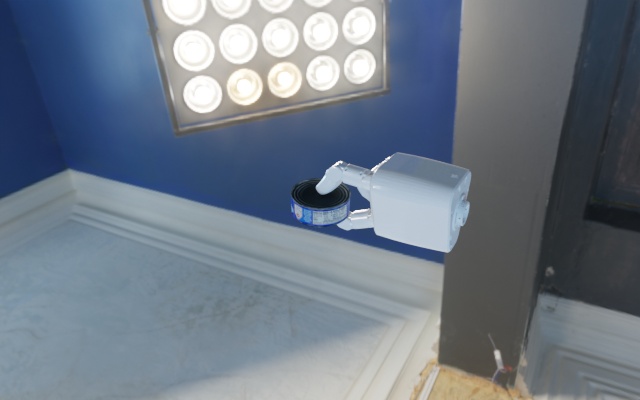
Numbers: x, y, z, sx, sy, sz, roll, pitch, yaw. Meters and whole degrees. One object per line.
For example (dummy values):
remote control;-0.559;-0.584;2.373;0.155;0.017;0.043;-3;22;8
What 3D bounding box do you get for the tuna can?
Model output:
tuna can;0.000;0.003;0.688;0.086;0.034;0.086;1;32;0
